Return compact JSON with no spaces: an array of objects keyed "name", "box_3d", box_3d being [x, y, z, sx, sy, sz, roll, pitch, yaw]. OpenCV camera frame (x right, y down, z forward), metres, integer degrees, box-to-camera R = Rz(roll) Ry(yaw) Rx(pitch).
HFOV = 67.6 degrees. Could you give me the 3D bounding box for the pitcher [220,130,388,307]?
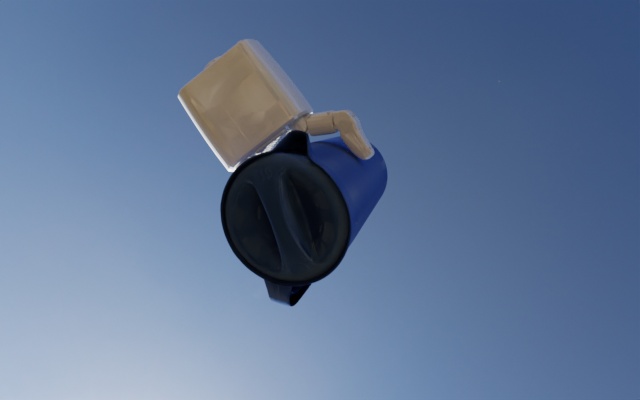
[{"name":"pitcher","box_3d":[0.000,0.002,0.554,0.149,0.145,0.242,-37,0,24]}]
